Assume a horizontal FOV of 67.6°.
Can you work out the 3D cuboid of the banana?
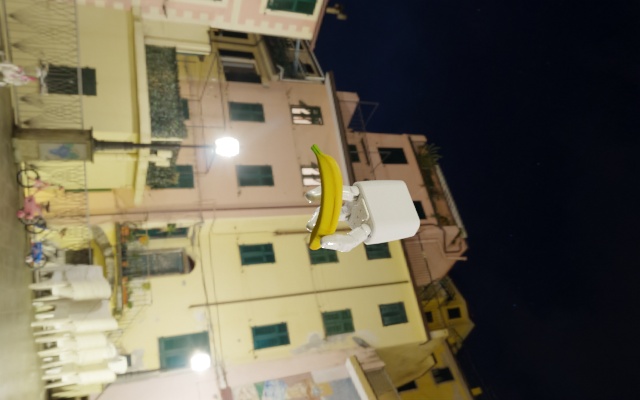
[{"bbox_3d":[0.009,0.006,0.821,0.037,0.198,0.069,-9,25,-28],"label":"banana"}]
